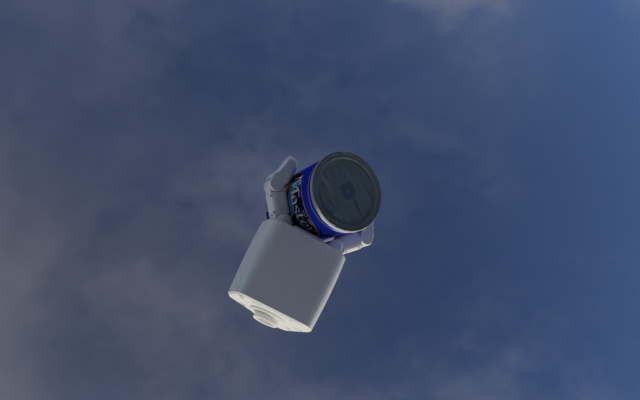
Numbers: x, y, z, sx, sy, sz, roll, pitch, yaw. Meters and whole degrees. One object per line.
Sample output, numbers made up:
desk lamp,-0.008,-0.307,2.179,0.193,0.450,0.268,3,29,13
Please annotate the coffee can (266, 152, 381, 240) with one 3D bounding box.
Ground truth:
coffee can,0.000,0.002,0.651,0.103,0.103,0.140,0,-11,-31
